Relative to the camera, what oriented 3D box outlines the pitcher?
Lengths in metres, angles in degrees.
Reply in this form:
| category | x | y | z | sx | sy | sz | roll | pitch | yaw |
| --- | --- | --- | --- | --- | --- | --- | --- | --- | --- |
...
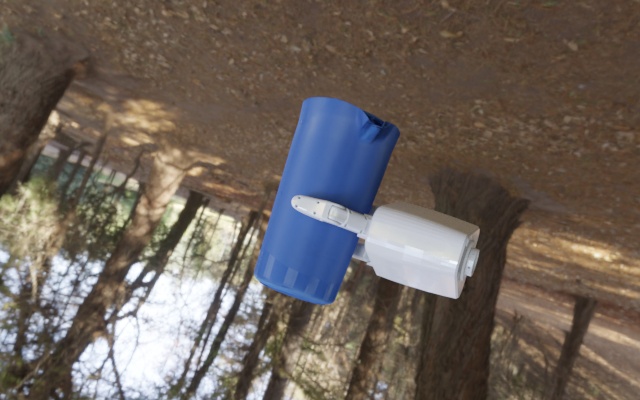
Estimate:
| category | x | y | z | sx | sy | sz | roll | pitch | yaw |
| --- | --- | --- | --- | --- | --- | --- | --- | --- | --- |
| pitcher | 0.000 | 0.002 | 0.621 | 0.145 | 0.243 | 0.149 | 16 | -7 | 23 |
